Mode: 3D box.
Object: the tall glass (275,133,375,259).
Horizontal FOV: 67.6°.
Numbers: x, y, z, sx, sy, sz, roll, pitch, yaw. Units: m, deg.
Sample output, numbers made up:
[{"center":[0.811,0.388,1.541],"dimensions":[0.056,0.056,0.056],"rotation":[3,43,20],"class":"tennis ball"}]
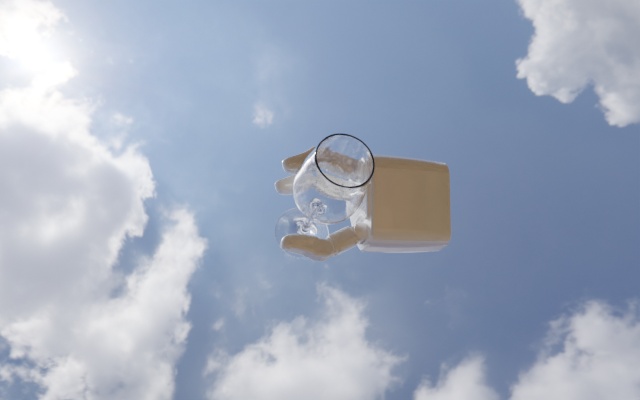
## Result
[{"center":[0.000,0.002,0.553],"dimensions":[0.079,0.079,0.201],"rotation":[0,-25,-15],"class":"tall glass"}]
